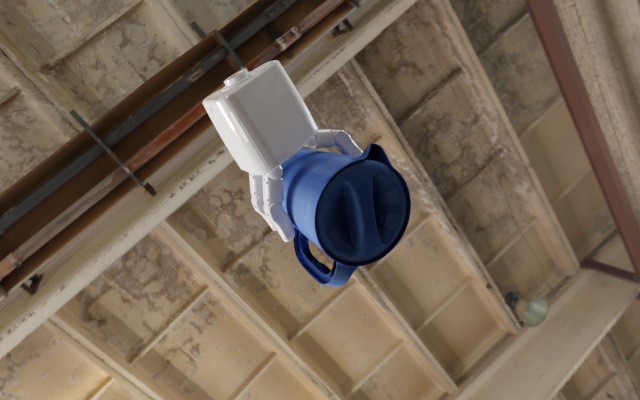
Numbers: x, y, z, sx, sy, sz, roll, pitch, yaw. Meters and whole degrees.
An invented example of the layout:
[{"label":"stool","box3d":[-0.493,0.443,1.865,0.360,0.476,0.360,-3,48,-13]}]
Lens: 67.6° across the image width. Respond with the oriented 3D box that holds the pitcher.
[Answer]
[{"label":"pitcher","box3d":[0.000,0.002,0.667,0.149,0.145,0.242,-36,25,-15]}]
